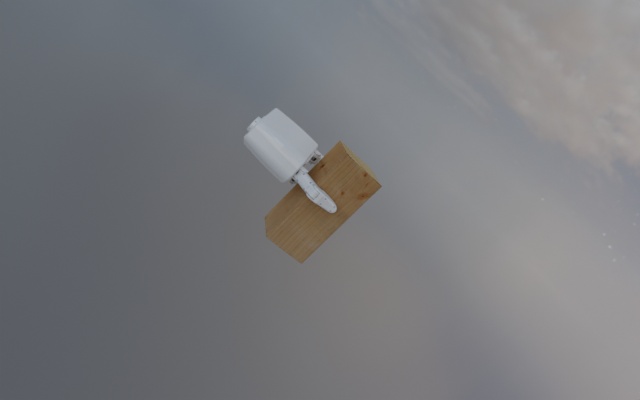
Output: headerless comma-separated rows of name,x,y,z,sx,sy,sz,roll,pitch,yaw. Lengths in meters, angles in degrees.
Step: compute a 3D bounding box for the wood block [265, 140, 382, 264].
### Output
wood block,0.000,0.003,0.876,0.090,0.206,0.090,40,13,-21
